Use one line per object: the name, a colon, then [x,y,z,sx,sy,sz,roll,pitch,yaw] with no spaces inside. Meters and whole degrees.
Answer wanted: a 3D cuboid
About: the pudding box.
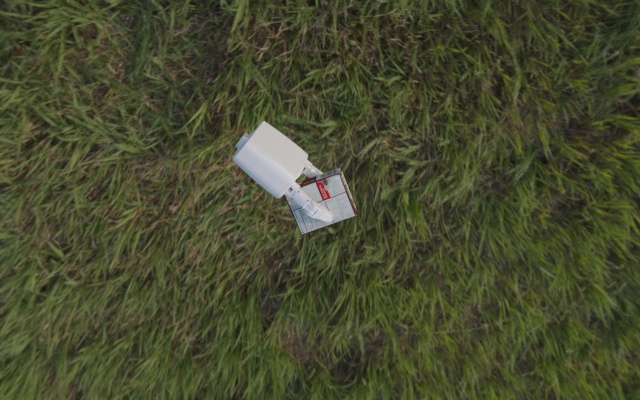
pudding box: [0.000,0.003,0.871,0.113,0.090,0.039,-19,17,10]
